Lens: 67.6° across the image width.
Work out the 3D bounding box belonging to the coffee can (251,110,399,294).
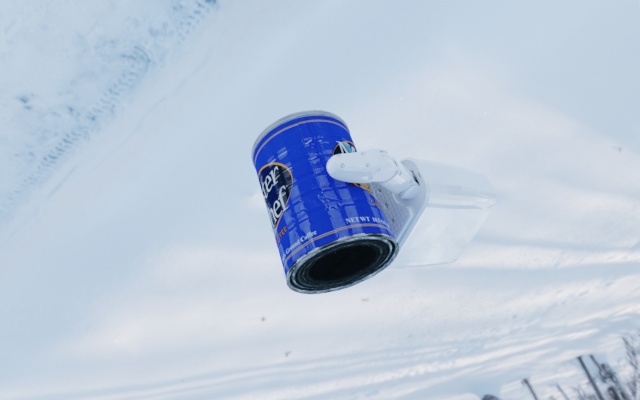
[{"bbox_3d":[0.000,0.001,0.447,0.103,0.140,0.103,-14,-31,-9],"label":"coffee can"}]
